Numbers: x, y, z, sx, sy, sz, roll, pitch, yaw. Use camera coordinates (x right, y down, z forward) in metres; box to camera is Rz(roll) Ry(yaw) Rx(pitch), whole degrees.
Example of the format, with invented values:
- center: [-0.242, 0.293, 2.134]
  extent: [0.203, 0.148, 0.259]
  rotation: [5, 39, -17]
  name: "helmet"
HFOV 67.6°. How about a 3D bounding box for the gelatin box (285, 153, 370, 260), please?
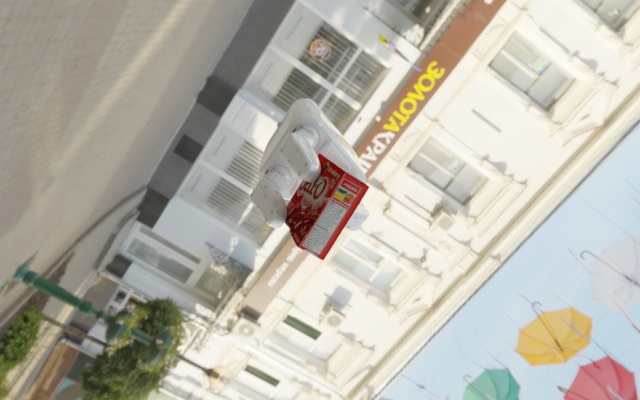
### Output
- center: [0.001, 0.002, 0.424]
  extent: [0.030, 0.073, 0.089]
  rotation: [30, 7, -20]
  name: "gelatin box"
